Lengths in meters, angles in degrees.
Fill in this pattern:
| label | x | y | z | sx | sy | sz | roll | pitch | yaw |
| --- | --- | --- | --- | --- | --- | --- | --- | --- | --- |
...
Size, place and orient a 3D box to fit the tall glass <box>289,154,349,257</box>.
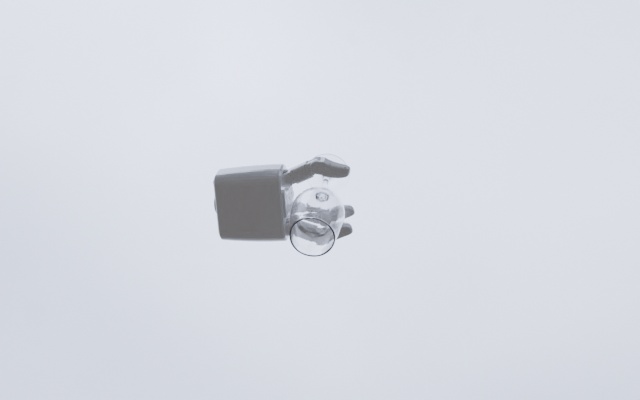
| label | x | y | z | sx | sy | sz | roll | pitch | yaw |
| --- | --- | --- | --- | --- | --- | --- | --- | --- | --- |
| tall glass | 0.000 | 0.002 | 0.717 | 0.079 | 0.079 | 0.201 | 0 | 28 | 7 |
